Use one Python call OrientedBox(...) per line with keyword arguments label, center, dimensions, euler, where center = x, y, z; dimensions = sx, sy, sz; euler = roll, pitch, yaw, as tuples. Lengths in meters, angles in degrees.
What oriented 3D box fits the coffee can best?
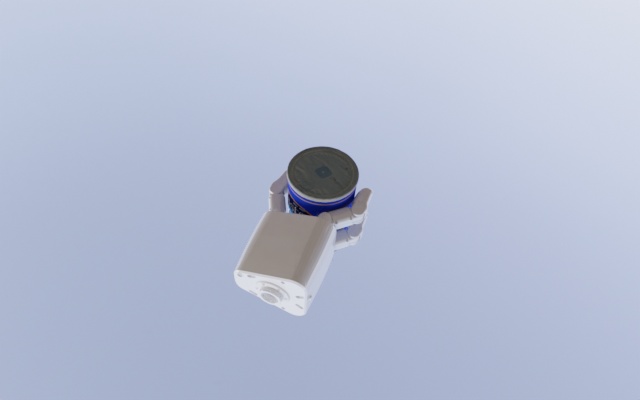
OrientedBox(label="coffee can", center=(0.000, 0.002, 0.729), dimensions=(0.103, 0.102, 0.140), euler=(0, -39, -4))
